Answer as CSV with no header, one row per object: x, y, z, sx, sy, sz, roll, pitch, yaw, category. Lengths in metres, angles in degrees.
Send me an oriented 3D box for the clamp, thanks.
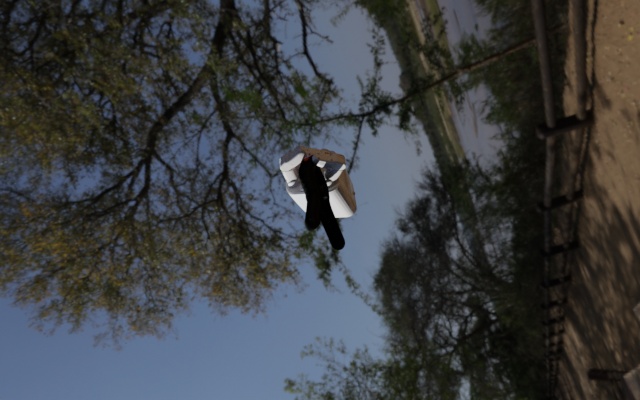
-0.001,0.003,0.818,0.039,0.171,0.120,-17,-38,14,clamp
